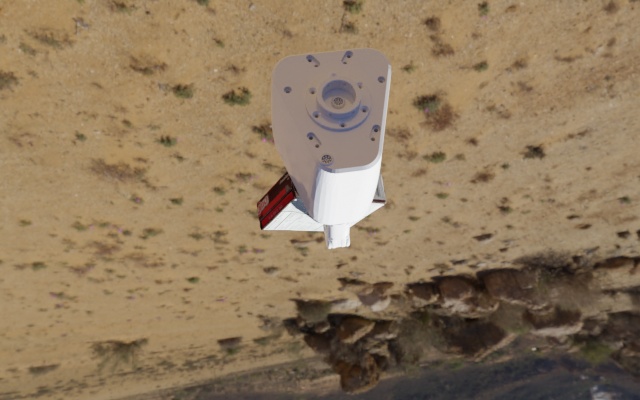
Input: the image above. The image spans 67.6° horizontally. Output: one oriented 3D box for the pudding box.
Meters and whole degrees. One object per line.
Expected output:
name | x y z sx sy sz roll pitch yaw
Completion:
pudding box | 0.000 0.002 0.512 0.113 0.039 0.090 5 -26 -30
